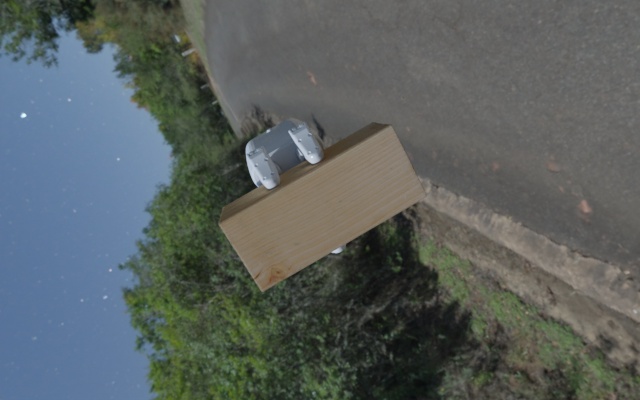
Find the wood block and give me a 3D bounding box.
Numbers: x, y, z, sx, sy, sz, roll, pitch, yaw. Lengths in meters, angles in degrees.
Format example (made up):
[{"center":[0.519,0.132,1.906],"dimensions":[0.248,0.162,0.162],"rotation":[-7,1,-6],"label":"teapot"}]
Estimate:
[{"center":[0.000,0.002,0.542],"dimensions":[0.206,0.091,0.090],"rotation":[-30,14,-2],"label":"wood block"}]
